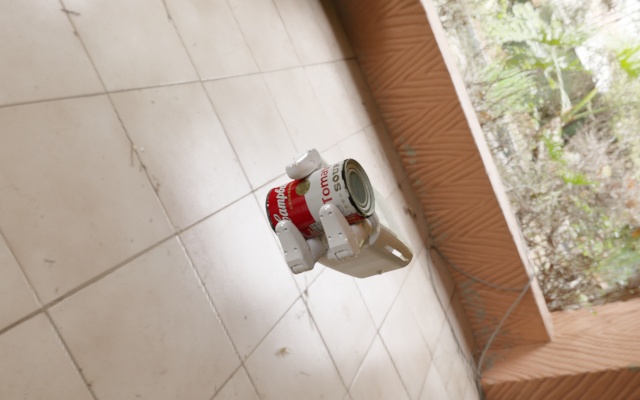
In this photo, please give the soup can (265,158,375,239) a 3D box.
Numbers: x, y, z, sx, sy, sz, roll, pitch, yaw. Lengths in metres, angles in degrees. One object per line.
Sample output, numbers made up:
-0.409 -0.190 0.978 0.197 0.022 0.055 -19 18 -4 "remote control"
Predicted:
0.000 0.001 0.522 0.102 0.068 0.068 -20 -10 27 "soup can"
